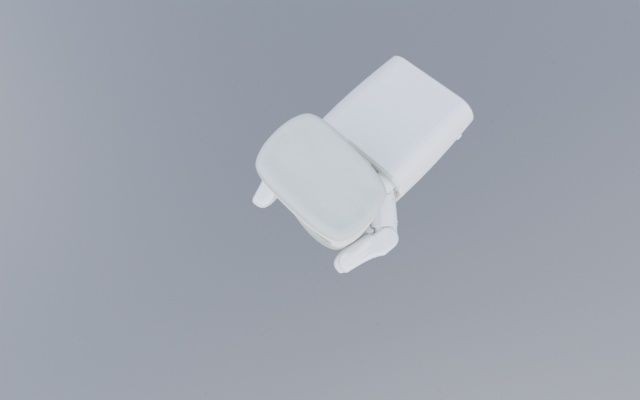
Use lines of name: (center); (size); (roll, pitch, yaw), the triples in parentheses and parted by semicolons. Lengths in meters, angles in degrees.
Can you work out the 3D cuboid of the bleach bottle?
bleach bottle: (0.000, 0.002, 0.475); (0.102, 0.068, 0.251); (44, -7, 5)
